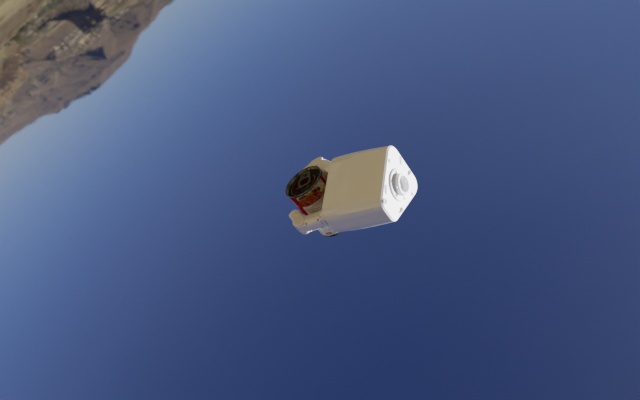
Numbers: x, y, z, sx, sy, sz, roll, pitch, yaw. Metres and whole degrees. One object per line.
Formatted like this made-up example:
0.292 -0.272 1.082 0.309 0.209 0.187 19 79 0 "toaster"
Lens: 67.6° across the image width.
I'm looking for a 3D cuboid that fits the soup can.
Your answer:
0.000 0.003 0.778 0.068 0.068 0.102 0 -41 48 "soup can"
